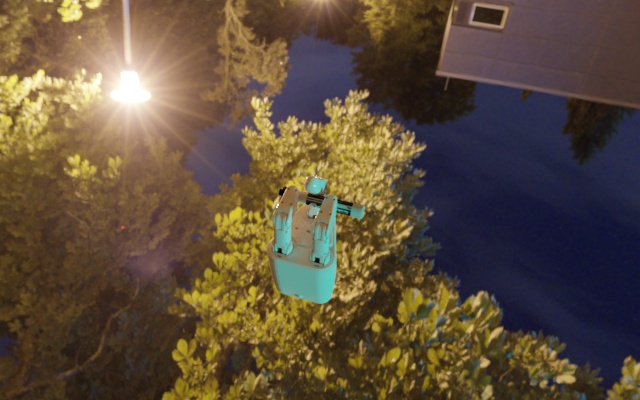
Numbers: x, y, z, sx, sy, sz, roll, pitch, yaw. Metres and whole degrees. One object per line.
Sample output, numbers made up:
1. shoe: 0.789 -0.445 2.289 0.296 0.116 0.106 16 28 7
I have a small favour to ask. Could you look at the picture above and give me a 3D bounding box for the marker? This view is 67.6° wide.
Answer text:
1. marker: 0.000 0.002 0.657 0.121 0.020 0.020 14 3 11
